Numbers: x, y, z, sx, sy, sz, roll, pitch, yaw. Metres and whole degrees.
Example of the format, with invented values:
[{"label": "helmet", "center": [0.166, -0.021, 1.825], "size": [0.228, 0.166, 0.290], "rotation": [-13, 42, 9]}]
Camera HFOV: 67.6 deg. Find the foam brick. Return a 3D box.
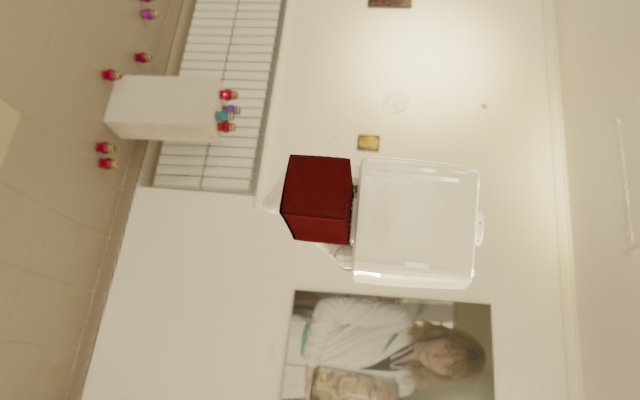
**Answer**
[{"label": "foam brick", "center": [0.000, 0.001, 0.405], "size": [0.051, 0.053, 0.078], "rotation": [5, -19, 8]}]
